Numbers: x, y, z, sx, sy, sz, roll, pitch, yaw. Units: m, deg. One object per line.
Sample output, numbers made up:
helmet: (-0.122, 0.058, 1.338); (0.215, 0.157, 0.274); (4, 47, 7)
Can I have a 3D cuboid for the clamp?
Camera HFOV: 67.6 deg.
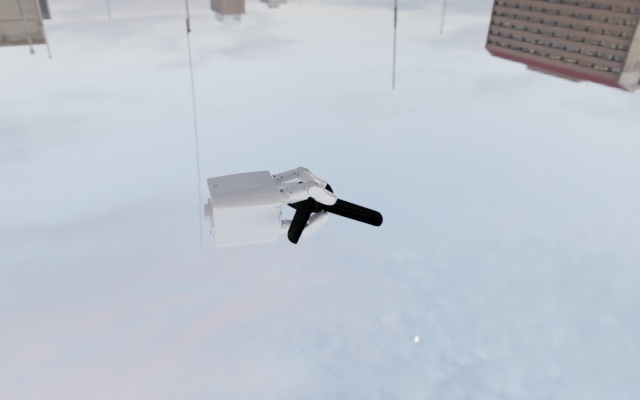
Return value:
clamp: (0.000, 0.003, 0.824); (0.164, 0.036, 0.210); (-6, 30, -18)
